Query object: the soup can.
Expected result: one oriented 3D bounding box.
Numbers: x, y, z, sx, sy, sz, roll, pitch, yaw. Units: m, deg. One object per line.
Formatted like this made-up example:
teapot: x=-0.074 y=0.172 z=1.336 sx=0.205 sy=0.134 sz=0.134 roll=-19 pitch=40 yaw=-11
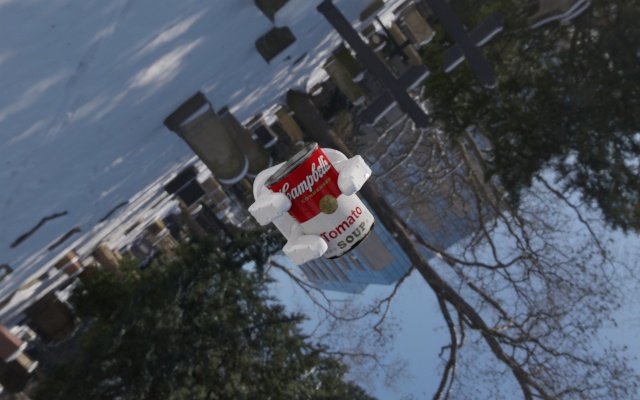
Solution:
soup can: x=0.000 y=0.002 z=0.489 sx=0.068 sy=0.102 sz=0.068 roll=-37 pitch=12 yaw=9
